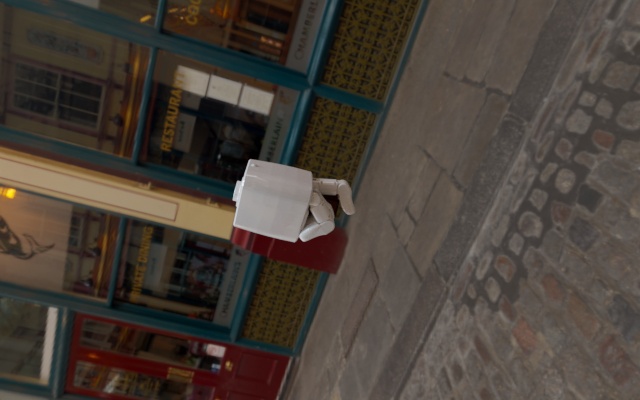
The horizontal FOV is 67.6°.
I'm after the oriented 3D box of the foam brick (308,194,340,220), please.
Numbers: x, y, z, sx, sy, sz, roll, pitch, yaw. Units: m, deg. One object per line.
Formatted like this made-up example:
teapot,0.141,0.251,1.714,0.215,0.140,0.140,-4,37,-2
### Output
foam brick,0.000,0.003,0.825,0.051,0.053,0.078,12,21,-7
